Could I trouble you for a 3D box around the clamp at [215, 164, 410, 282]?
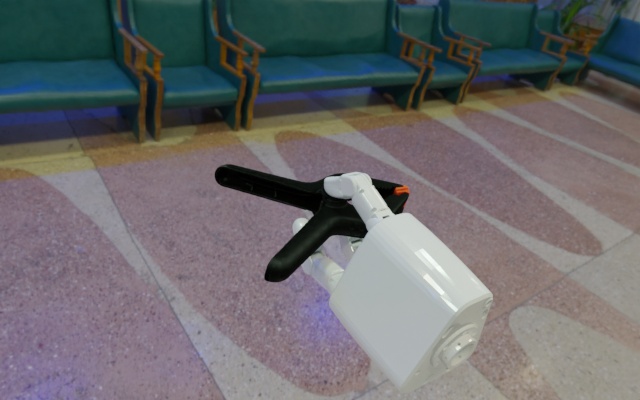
[{"bbox_3d":[0.001,0.001,0.506,0.210,0.036,0.164,-12,44,-33],"label":"clamp"}]
